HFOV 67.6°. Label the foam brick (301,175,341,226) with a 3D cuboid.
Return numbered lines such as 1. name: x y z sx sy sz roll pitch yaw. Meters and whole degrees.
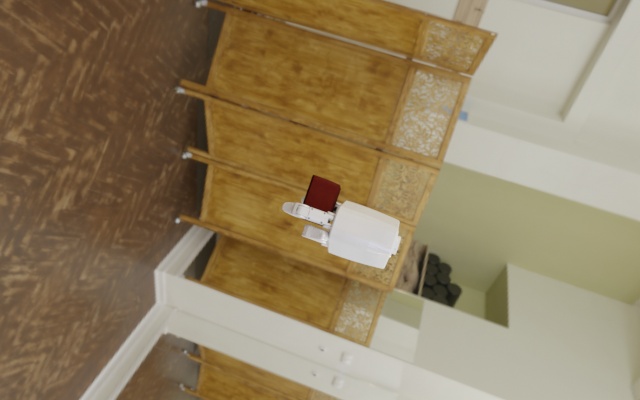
1. foam brick: 0.000 0.002 0.842 0.051 0.078 0.053 18 -6 8
